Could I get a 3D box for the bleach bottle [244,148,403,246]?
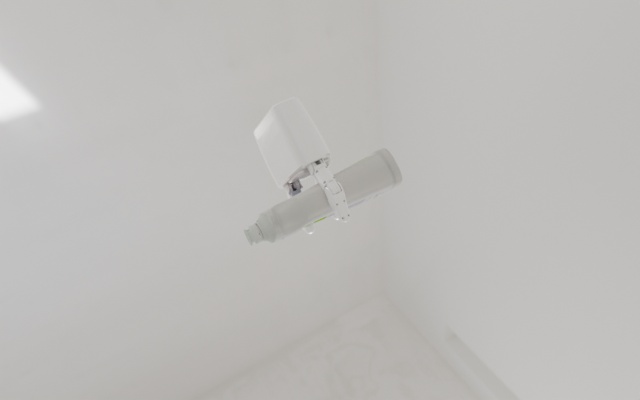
[{"bbox_3d":[0.000,0.002,0.748,0.251,0.068,0.102,-25,-6,-18],"label":"bleach bottle"}]
